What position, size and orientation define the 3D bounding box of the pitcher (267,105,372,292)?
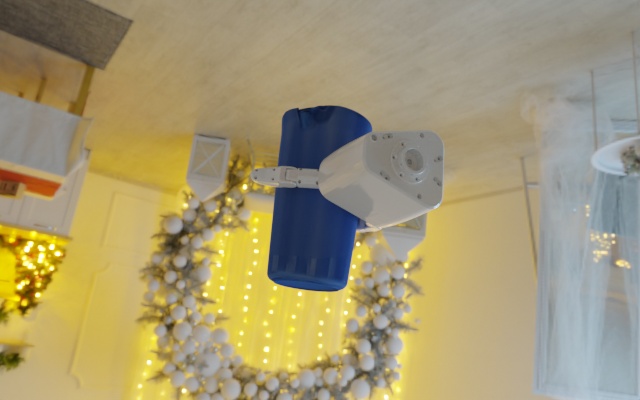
[{"bbox_3d":[0.000,0.002,0.674,0.149,0.242,0.145,15,-19,-22],"label":"pitcher"}]
